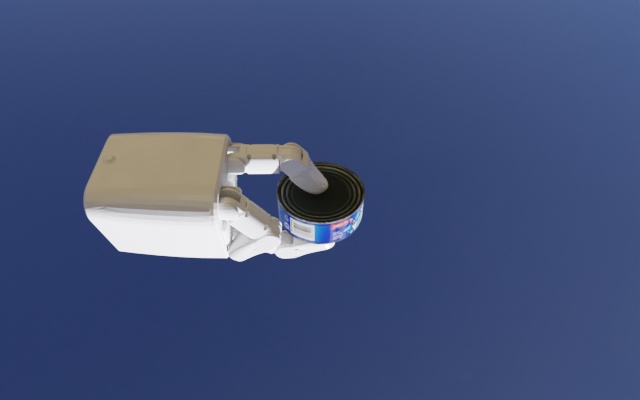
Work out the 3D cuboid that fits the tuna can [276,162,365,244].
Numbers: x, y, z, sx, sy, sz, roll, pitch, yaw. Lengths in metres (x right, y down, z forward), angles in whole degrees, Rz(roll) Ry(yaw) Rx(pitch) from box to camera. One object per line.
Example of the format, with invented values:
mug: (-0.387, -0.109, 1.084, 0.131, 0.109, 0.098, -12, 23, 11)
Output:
tuna can: (0.000, 0.002, 0.473, 0.086, 0.034, 0.086, 0, 45, 0)
